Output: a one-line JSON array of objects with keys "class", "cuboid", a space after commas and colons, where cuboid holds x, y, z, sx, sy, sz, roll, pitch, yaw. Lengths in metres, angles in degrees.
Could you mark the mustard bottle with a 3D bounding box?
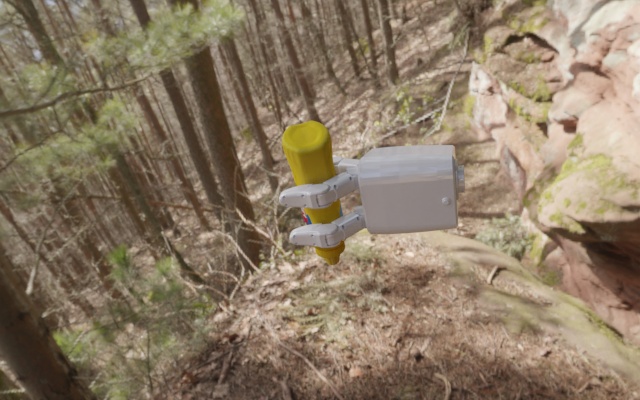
[{"class": "mustard bottle", "cuboid": [0.000, 0.002, 0.610, 0.058, 0.192, 0.096, -15, 29, -4]}]
